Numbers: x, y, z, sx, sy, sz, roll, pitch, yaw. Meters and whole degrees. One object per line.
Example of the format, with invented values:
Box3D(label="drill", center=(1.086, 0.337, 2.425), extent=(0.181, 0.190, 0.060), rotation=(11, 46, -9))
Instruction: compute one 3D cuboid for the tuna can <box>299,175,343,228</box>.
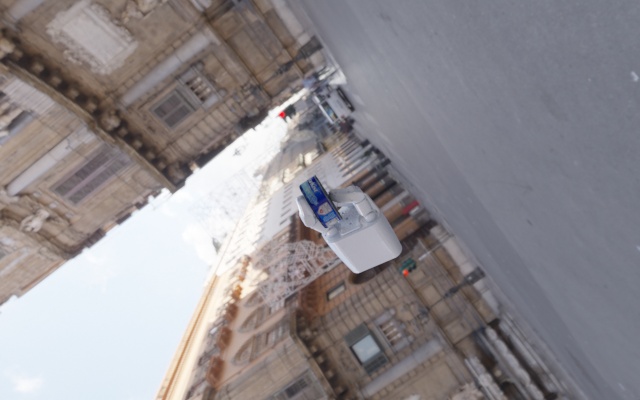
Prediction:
Box3D(label="tuna can", center=(0.000, 0.003, 0.783), extent=(0.034, 0.086, 0.086), rotation=(-32, -2, 3))
